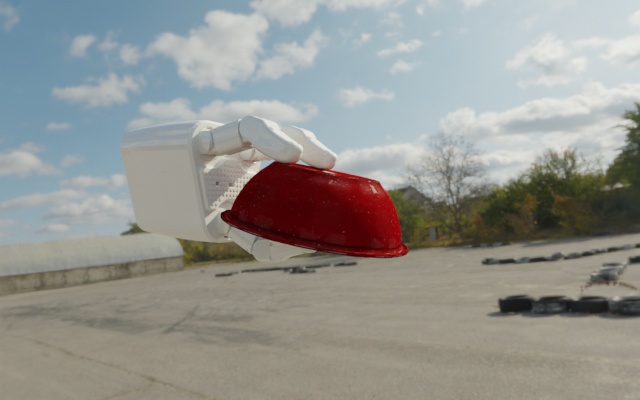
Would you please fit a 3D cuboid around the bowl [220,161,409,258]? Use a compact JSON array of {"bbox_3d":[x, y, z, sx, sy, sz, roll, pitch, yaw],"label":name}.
[{"bbox_3d":[0.001,0.001,0.406,0.162,0.055,0.162,11,5,-1],"label":"bowl"}]
